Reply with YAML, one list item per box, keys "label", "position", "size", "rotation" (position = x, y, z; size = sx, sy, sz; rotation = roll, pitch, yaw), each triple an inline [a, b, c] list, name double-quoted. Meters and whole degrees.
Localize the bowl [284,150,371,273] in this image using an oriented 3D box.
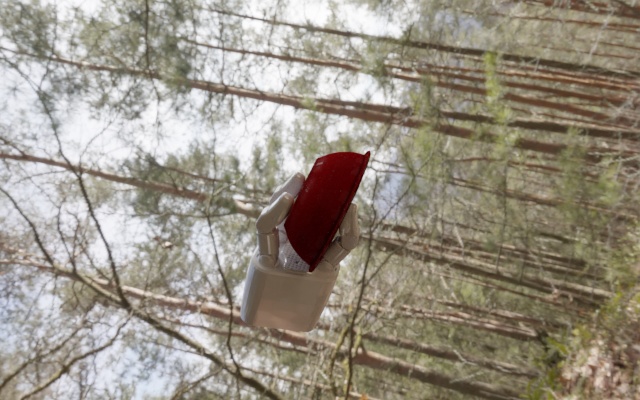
- label: "bowl"
  position: [0.000, 0.001, 0.570]
  size: [0.055, 0.162, 0.162]
  rotation: [27, -1, -2]
